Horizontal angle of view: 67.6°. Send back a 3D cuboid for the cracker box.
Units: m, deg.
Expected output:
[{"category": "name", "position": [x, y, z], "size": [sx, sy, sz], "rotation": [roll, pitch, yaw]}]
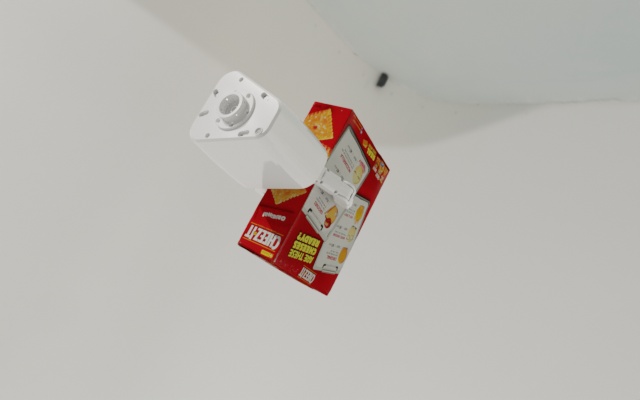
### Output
[{"category": "cracker box", "position": [0.000, 0.002, 0.649], "size": [0.072, 0.213, 0.164], "rotation": [20, -14, 32]}]
